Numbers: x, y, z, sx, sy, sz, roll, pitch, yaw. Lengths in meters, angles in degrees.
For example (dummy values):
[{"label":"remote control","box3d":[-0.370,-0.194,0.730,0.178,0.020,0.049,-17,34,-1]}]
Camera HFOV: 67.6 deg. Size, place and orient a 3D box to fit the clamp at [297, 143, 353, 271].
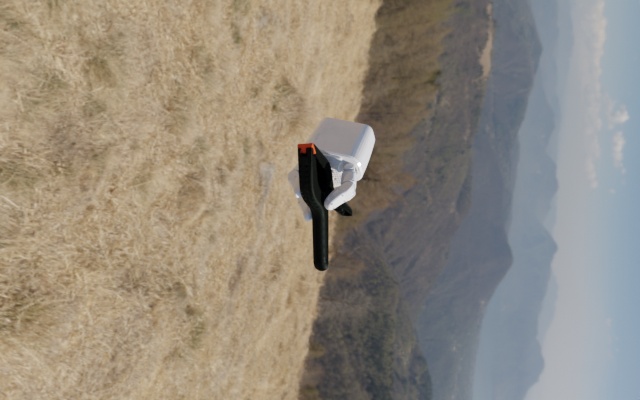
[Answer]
[{"label":"clamp","box3d":[0.001,0.002,0.803,0.036,0.210,0.164,-2,42,24]}]
